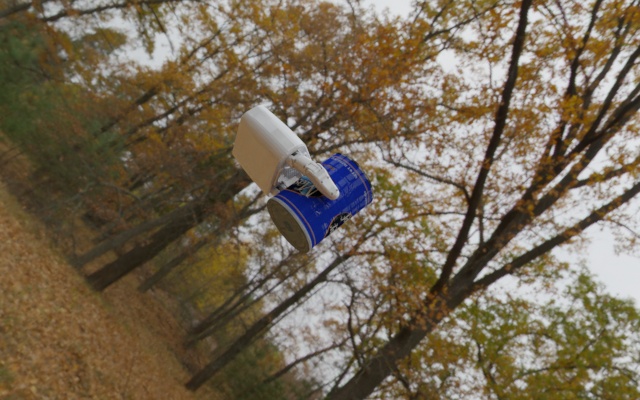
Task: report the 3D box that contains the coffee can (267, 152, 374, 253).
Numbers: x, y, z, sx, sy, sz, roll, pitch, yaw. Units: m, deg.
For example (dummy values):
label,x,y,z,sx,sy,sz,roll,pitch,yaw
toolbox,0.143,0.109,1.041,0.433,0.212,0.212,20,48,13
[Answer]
label,x,y,z,sx,sy,sz,roll,pitch,yaw
coffee can,0.000,0.003,0.765,0.140,0.103,0.103,-36,15,-22
